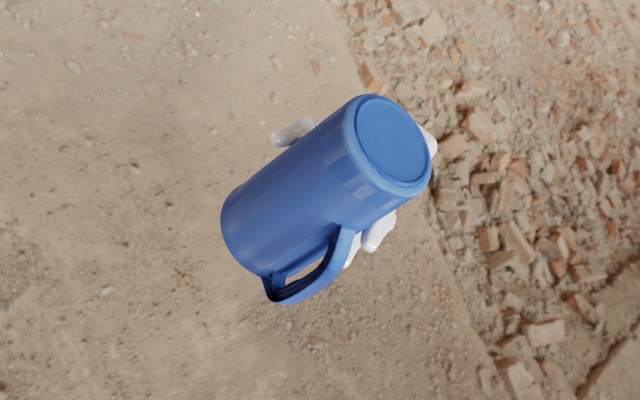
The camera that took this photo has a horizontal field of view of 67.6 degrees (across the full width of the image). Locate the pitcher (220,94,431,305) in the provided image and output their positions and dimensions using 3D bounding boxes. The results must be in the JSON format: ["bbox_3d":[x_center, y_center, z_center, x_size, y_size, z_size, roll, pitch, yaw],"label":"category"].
[{"bbox_3d":[0.000,0.002,0.517,0.145,0.149,0.243,-39,3,-42],"label":"pitcher"}]
